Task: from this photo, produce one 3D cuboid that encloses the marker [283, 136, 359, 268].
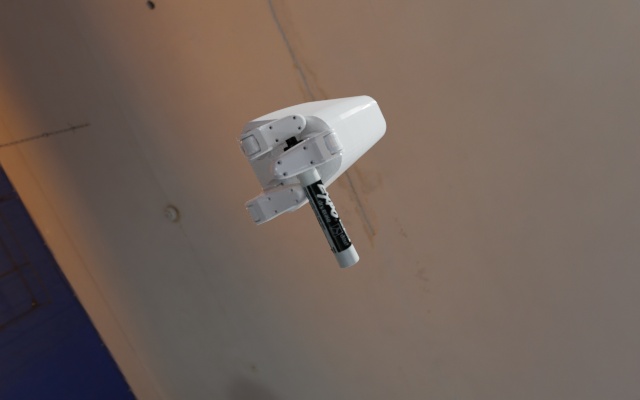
[{"bbox_3d":[0.000,0.001,0.410,0.020,0.121,0.020,-25,9,4],"label":"marker"}]
